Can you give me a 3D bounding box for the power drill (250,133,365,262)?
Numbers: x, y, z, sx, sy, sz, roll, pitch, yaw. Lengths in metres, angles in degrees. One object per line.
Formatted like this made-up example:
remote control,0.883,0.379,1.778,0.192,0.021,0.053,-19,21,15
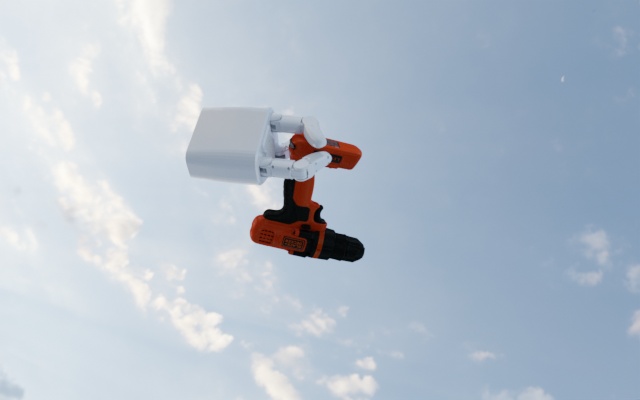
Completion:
power drill,0.000,0.002,0.723,0.184,0.188,0.057,13,20,-12
